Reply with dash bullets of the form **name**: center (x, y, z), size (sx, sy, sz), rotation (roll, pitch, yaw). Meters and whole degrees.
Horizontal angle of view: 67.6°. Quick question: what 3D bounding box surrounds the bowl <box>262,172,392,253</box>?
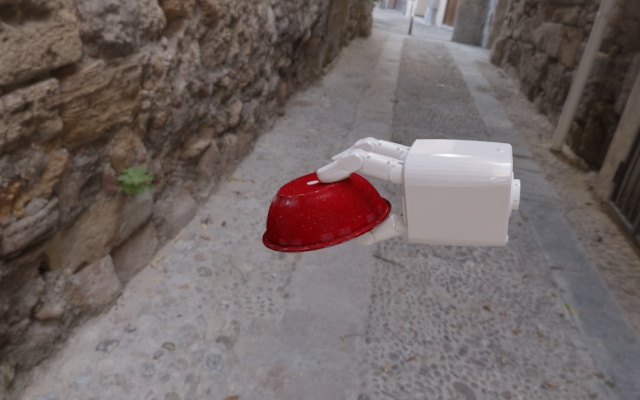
- **bowl**: center (-0.001, 0.002, 0.573), size (0.162, 0.055, 0.162), rotation (-15, 17, 5)
